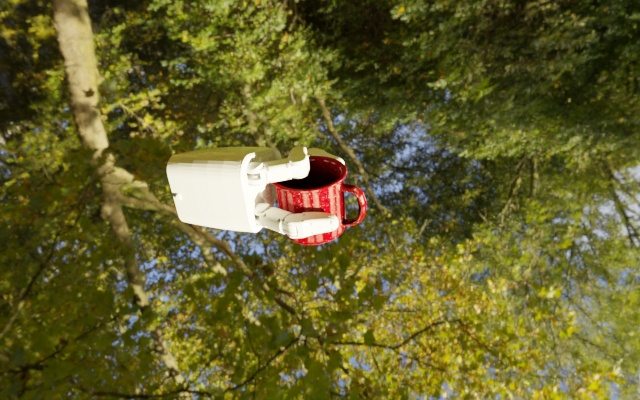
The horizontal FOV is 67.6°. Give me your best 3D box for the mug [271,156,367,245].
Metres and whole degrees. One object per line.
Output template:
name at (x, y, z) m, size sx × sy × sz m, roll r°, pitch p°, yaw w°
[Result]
mug at (0.001, 0.002, 0.588) m, size 0.117 × 0.081 × 0.093 m, roll 6°, pitch 32°, yaw 19°
